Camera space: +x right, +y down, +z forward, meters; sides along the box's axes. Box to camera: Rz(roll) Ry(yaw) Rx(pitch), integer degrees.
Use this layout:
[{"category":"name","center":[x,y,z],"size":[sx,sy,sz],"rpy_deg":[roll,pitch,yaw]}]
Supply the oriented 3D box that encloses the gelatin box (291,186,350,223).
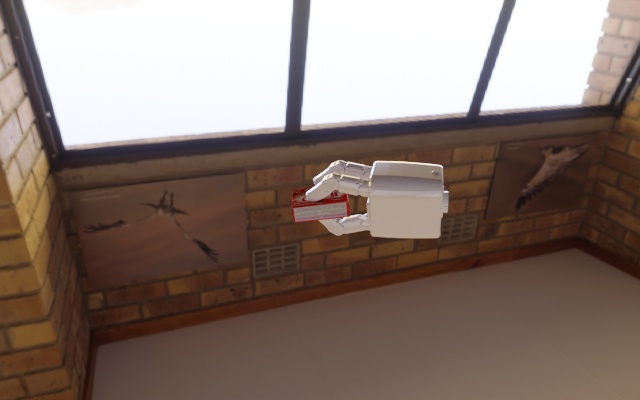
[{"category":"gelatin box","center":[0.000,0.003,0.755],"size":[0.089,0.030,0.073],"rpy_deg":[-7,24,2]}]
